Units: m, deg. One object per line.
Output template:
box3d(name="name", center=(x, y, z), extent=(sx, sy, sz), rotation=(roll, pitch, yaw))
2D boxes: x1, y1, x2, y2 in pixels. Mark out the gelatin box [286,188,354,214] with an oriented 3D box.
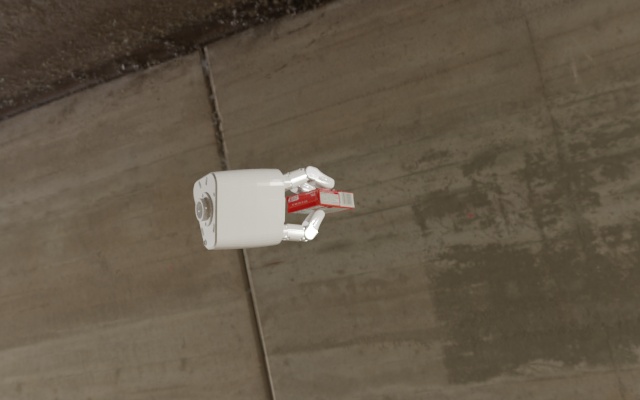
box3d(name="gelatin box", center=(0.000, 0.003, 0.788), extent=(0.073, 0.030, 0.089), rotation=(-14, -14, 42))
